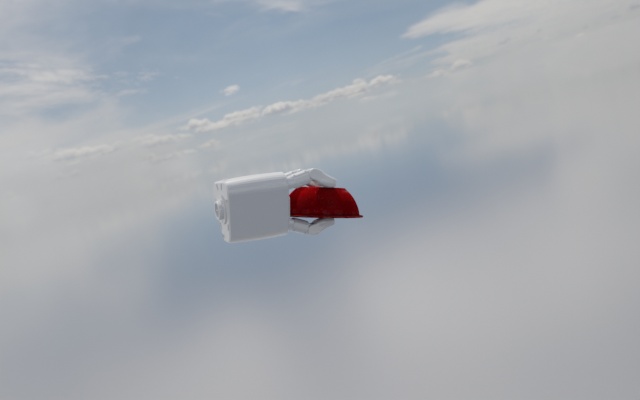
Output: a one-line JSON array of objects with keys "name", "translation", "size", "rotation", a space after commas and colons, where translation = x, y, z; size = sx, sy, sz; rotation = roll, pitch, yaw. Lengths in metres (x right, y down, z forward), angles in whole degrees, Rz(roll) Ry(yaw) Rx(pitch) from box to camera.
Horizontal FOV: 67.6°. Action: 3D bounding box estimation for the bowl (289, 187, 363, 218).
[{"name": "bowl", "translation": [0.001, 0.003, 0.896], "size": [0.162, 0.055, 0.162], "rotation": [2, 0, 0]}]
